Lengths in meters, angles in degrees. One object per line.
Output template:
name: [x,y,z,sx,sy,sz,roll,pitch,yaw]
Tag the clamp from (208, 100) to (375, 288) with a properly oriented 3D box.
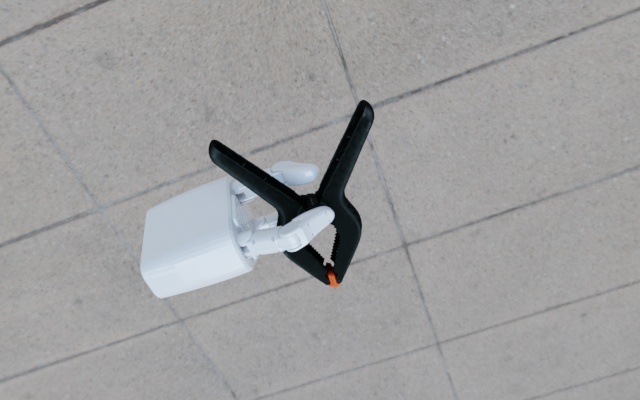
clamp: [0.000,0.003,0.504,0.164,0.210,0.036,-20,29,5]
